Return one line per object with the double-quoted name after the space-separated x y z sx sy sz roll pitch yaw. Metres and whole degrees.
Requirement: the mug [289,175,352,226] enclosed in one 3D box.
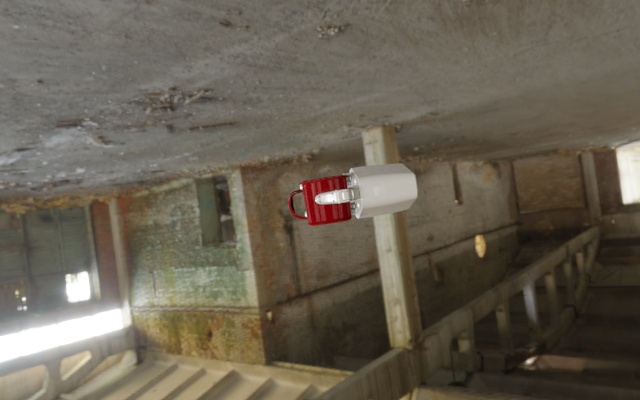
-0.001 0.003 0.873 0.117 0.081 0.093 -9 -1 -2 "mug"
